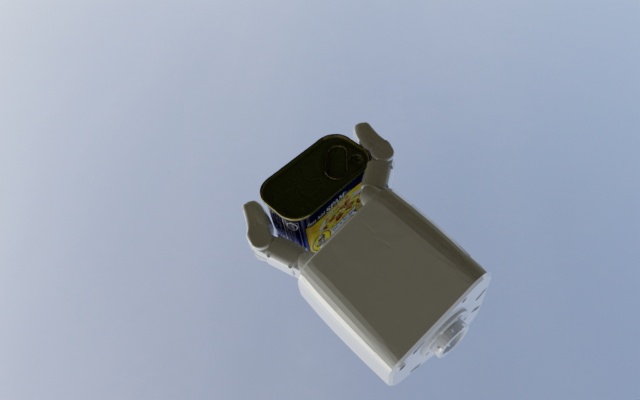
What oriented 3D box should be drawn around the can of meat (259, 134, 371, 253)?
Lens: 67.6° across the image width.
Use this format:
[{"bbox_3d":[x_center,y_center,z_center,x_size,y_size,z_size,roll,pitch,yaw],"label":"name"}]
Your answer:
[{"bbox_3d":[0.000,0.002,0.450,0.102,0.084,0.057,-40,58,-21],"label":"can of meat"}]
